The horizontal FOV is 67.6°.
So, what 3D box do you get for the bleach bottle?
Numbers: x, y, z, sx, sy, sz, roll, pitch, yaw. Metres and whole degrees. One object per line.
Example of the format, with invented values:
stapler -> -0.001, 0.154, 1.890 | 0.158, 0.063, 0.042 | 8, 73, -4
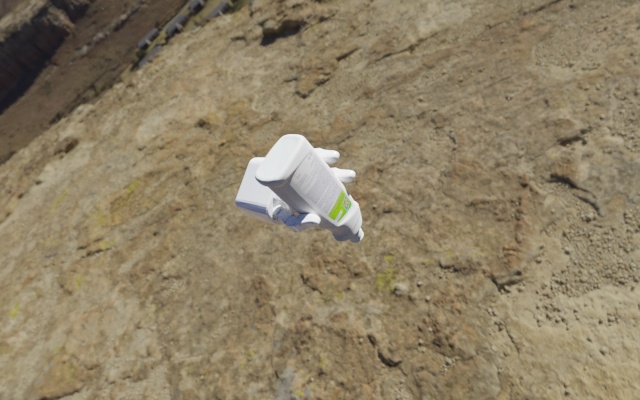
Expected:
bleach bottle -> 0.000, 0.003, 0.826 | 0.068, 0.102, 0.251 | 12, -28, 45
